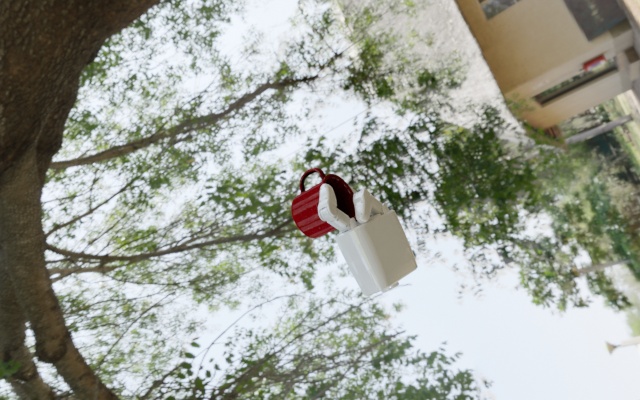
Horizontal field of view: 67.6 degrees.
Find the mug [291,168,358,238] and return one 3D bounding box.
[{"bbox_3d":[-0.001,0.001,0.807,0.081,0.117,0.093,-28,-6,32],"label":"mug"}]
